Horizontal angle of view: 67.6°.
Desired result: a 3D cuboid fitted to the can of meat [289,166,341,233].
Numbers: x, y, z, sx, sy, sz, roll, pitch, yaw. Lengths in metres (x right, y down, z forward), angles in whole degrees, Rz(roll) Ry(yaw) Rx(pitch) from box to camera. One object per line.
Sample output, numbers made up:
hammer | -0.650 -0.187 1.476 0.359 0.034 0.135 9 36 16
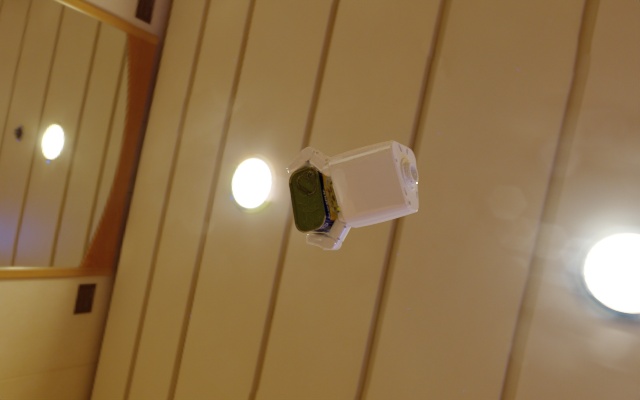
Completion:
can of meat | 0.000 0.003 0.780 0.057 0.102 0.084 -18 -16 30
